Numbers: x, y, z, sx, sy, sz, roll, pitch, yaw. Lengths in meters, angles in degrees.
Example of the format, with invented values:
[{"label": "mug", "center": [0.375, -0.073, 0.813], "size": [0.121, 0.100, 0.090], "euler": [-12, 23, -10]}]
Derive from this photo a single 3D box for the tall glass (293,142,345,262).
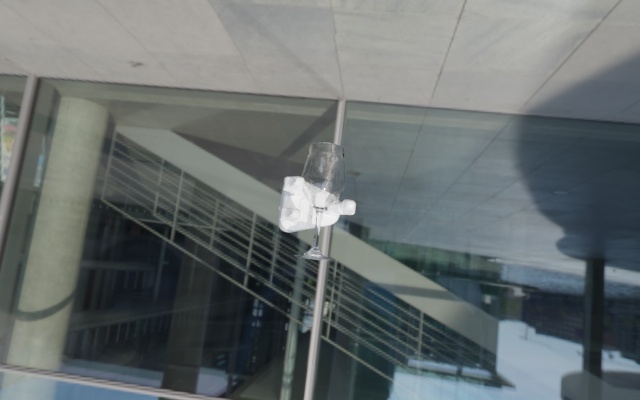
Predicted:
[{"label": "tall glass", "center": [0.000, 0.003, 0.837], "size": [0.079, 0.201, 0.079], "euler": [7, -8, 1]}]
